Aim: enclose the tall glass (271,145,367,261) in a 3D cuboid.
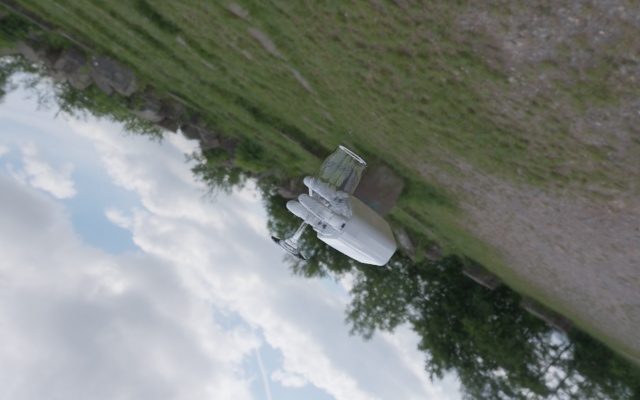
[{"bbox_3d":[0.000,0.003,0.833,0.079,0.201,0.079,34,3,-2],"label":"tall glass"}]
